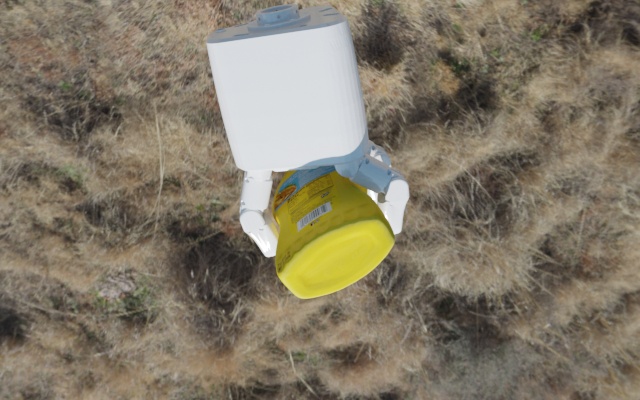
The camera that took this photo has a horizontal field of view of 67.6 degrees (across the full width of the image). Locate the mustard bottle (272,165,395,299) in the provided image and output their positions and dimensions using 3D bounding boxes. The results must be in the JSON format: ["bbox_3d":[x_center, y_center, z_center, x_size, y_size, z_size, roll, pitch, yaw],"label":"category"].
[{"bbox_3d":[0.000,0.002,0.448,0.096,0.058,0.191,-34,28,10],"label":"mustard bottle"}]
